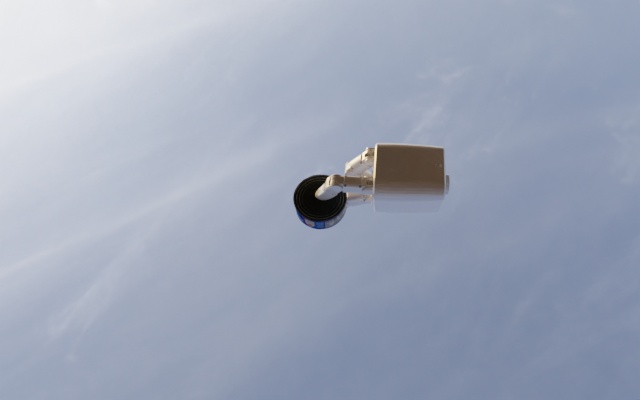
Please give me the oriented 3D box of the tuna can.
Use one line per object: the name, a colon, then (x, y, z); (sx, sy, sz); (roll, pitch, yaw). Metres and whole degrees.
tuna can: (0.000, 0.003, 0.773); (0.086, 0.086, 0.034); (0, -29, 4)
